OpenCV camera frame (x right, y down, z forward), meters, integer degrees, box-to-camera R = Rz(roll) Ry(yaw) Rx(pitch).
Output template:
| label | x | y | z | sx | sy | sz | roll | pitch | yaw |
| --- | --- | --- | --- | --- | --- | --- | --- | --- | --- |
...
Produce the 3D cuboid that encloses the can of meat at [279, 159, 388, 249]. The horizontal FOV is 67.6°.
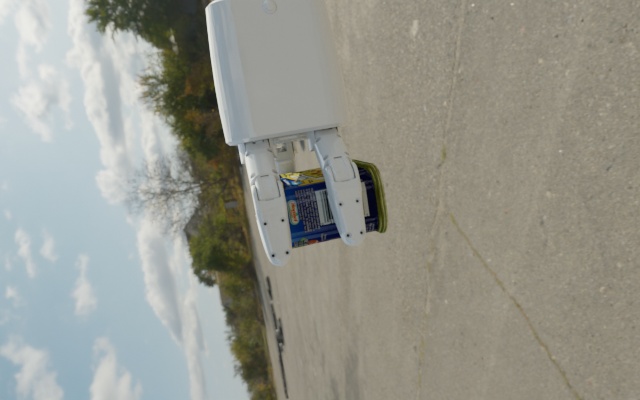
| label | x | y | z | sx | sy | sz | roll | pitch | yaw |
| --- | --- | --- | --- | --- | --- | --- | --- | --- | --- |
| can of meat | 0.000 | 0.001 | 0.406 | 0.084 | 0.057 | 0.102 | -11 | 10 | -10 |
